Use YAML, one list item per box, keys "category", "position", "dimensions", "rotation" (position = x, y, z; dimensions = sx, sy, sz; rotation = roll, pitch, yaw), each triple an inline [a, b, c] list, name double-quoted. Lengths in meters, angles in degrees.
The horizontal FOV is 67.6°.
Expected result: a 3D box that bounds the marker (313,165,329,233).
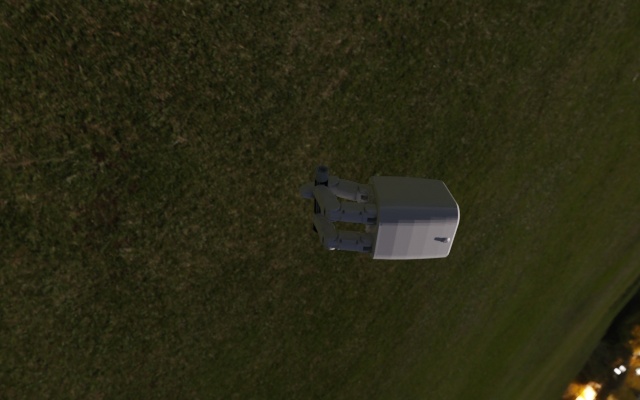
- category: "marker"
  position: [0.000, 0.002, 0.680]
  dimensions: [0.020, 0.121, 0.020]
  rotation: [1, 43, -1]
